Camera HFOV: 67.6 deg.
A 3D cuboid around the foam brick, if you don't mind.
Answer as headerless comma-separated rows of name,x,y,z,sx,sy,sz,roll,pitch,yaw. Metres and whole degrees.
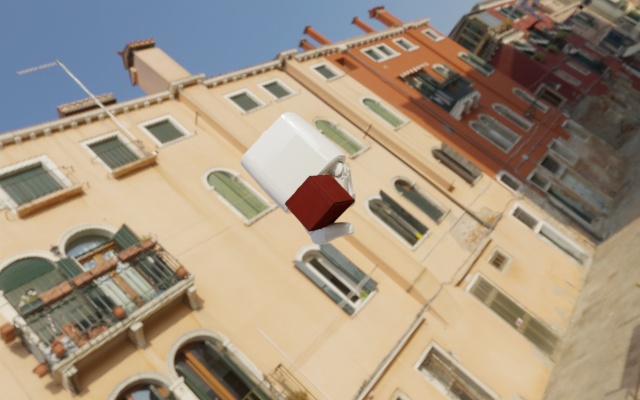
foam brick,0.000,0.002,0.628,0.053,0.051,0.078,-46,-13,18
